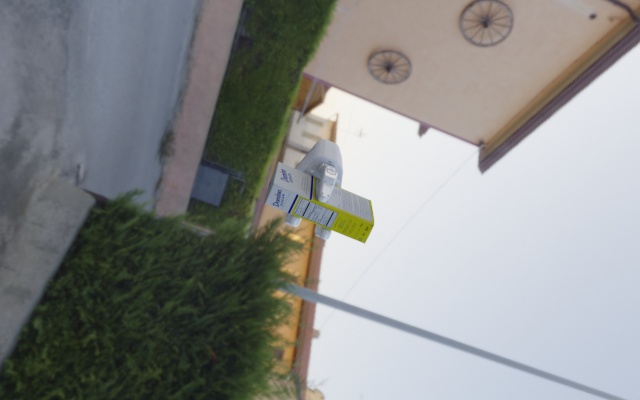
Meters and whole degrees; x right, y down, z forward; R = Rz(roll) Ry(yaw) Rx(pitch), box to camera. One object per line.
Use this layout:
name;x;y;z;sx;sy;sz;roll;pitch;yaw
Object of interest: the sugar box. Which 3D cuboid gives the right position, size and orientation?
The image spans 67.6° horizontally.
sugar box;0.000;0.003;0.783;0.176;0.048;0.093;20;25;-8
